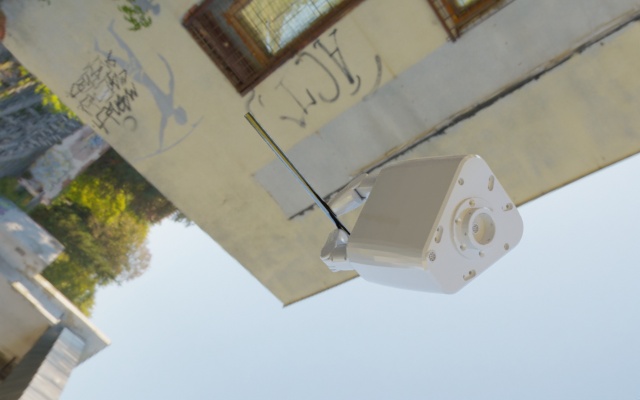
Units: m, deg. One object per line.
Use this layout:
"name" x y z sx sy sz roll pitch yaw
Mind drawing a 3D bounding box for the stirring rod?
"stirring rod" 0.000 0.002 0.512 0.011 0.239 0.011 -35 18 13
